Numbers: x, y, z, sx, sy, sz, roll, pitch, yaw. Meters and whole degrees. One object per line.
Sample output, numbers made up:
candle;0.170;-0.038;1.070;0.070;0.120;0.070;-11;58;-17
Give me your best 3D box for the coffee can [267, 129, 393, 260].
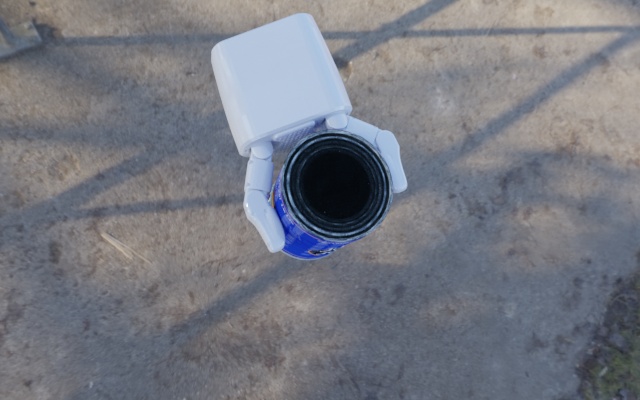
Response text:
coffee can;0.000;0.002;0.483;0.103;0.102;0.140;0;-13;-13
